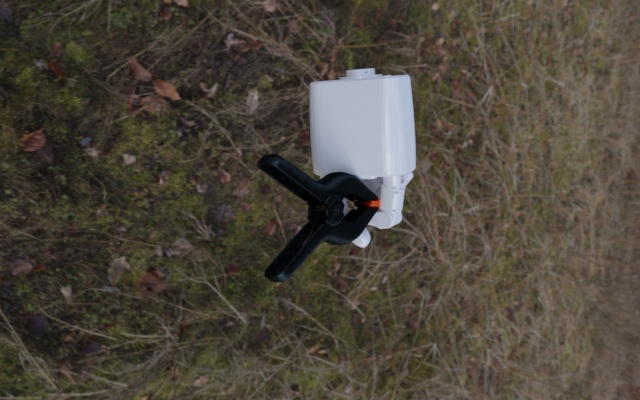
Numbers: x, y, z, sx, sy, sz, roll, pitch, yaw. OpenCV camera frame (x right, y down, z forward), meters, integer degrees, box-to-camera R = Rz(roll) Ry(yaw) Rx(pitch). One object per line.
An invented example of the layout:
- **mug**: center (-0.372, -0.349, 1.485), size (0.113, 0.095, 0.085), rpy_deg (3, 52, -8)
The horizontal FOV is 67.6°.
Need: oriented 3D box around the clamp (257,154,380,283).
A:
- **clamp**: center (0.001, 0.002, 0.495), size (0.039, 0.120, 0.171), rpy_deg (7, 19, 39)
